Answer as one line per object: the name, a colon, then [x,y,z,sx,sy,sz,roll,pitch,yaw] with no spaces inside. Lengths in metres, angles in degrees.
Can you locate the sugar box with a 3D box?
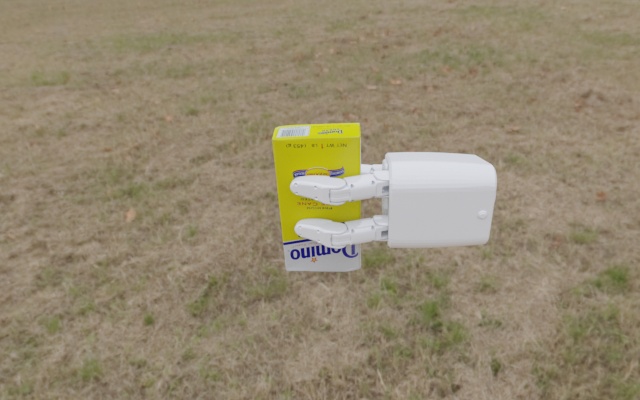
sugar box: [0.000,0.002,0.543,0.093,0.176,0.048,-1,29,5]
